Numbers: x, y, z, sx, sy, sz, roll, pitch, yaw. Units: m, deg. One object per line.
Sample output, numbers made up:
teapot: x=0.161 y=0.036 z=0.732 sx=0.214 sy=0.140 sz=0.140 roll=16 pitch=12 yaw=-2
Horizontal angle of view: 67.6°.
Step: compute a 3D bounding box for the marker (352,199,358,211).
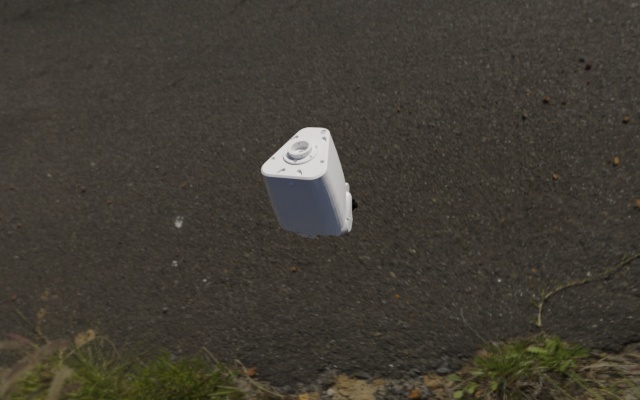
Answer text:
marker: x=0.000 y=0.003 z=0.753 sx=0.121 sy=0.020 sz=0.020 roll=5 pitch=2 yaw=23
